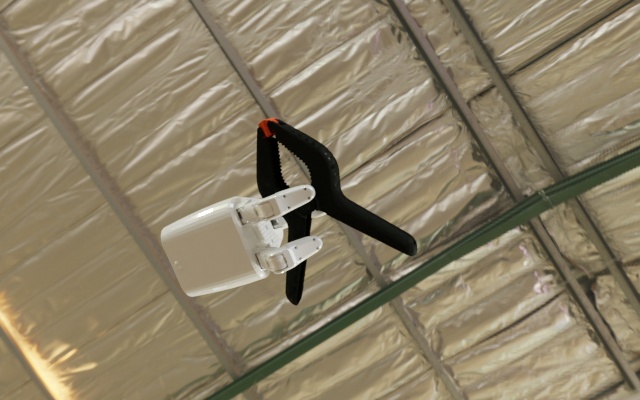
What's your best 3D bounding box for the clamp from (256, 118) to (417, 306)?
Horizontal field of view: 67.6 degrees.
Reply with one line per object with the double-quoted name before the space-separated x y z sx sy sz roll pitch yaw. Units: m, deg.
"clamp" 0.000 0.001 0.524 0.164 0.210 0.036 -20 8 19
